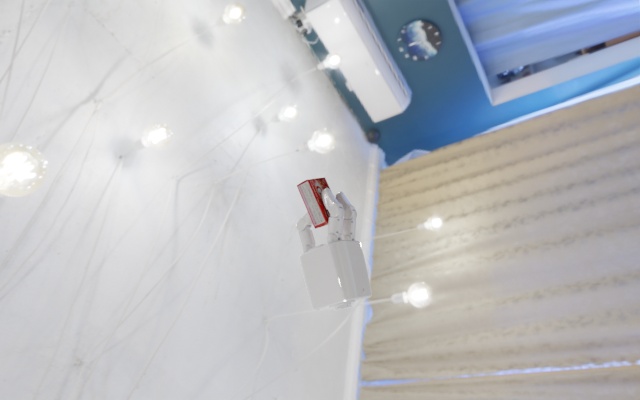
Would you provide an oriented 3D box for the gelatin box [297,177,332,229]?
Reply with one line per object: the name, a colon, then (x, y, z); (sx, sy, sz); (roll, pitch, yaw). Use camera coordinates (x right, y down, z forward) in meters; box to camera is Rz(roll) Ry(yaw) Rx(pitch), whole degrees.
gelatin box: (0.000, 0.003, 0.892); (0.030, 0.089, 0.073); (-27, -6, 26)
